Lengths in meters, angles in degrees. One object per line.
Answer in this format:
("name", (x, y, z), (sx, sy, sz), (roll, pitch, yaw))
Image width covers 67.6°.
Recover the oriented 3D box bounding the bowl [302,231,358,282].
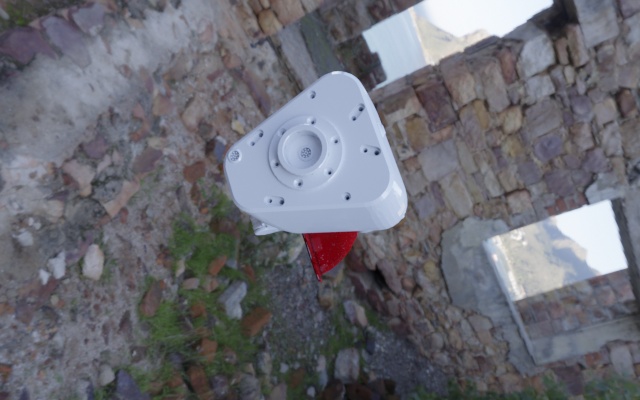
("bowl", (0.000, 0.001, 0.509), (0.055, 0.162, 0.162), (-17, 1, -2))
